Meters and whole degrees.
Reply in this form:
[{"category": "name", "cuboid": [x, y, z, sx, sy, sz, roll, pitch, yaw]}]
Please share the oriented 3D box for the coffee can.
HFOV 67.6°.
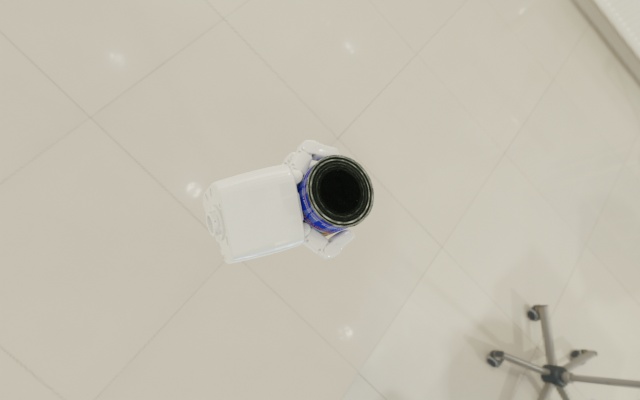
[{"category": "coffee can", "cuboid": [0.000, 0.002, 0.707, 0.103, 0.102, 0.140, 0, -13, -25]}]
